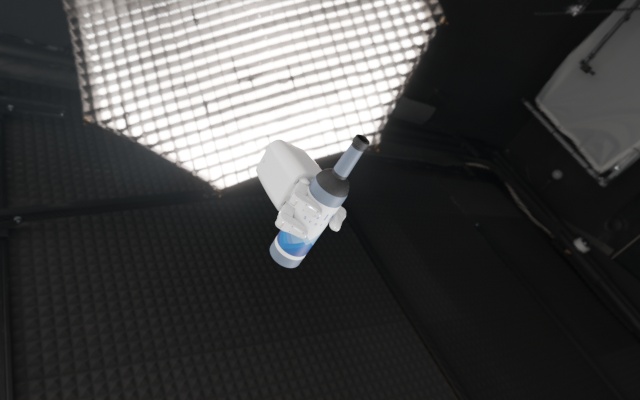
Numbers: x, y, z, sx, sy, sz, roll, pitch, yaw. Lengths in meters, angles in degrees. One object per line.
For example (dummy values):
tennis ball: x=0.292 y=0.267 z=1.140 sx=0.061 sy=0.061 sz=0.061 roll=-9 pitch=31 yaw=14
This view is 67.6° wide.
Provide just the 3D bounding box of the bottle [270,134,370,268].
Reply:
bottle: x=0.000 y=0.003 z=0.859 sx=0.069 sy=0.296 sz=0.069 roll=23 pitch=33 yaw=-16
